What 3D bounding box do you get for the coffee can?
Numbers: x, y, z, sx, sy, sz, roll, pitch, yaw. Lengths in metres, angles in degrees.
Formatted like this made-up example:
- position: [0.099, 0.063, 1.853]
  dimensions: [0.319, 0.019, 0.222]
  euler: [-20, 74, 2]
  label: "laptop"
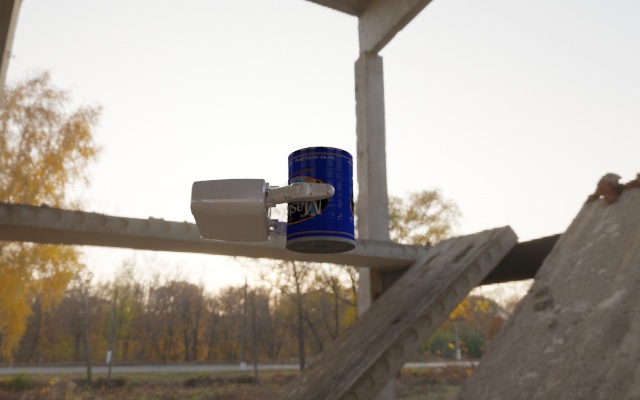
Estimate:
- position: [0.000, 0.002, 0.716]
  dimensions: [0.103, 0.140, 0.103]
  euler: [0, -16, 0]
  label: "coffee can"
